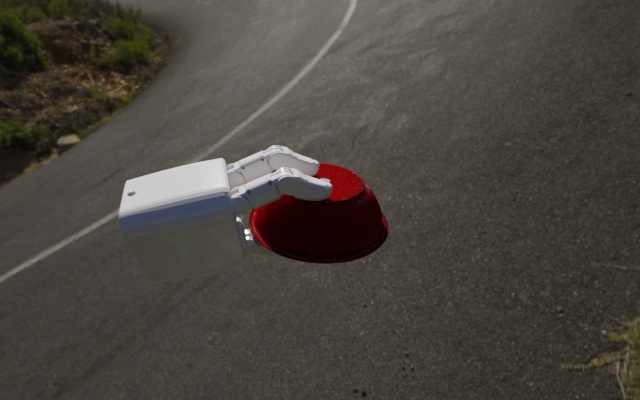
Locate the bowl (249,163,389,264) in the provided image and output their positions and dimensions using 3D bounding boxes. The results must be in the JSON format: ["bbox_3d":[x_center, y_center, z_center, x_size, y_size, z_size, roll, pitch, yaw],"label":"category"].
[{"bbox_3d":[0.001,0.001,0.539,0.162,0.055,0.162,4,30,-2],"label":"bowl"}]
